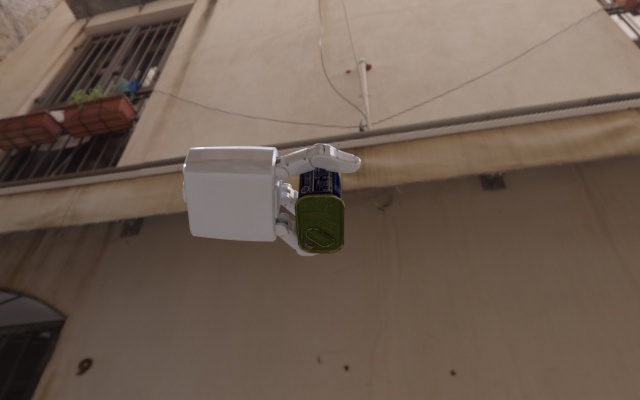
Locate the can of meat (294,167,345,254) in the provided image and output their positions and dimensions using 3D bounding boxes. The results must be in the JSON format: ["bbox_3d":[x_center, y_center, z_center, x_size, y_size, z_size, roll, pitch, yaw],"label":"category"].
[{"bbox_3d":[0.000,0.002,0.593,0.057,0.083,0.102,-1,-45,2],"label":"can of meat"}]
